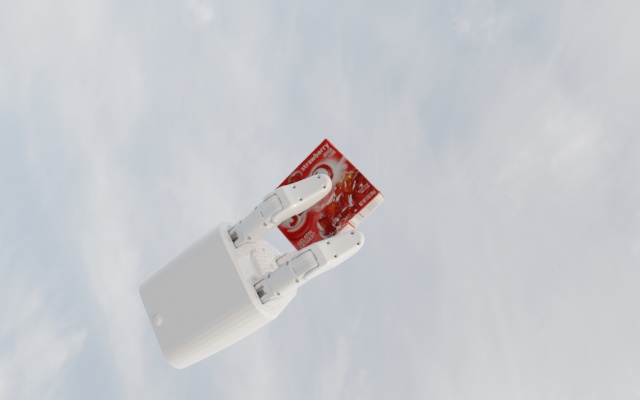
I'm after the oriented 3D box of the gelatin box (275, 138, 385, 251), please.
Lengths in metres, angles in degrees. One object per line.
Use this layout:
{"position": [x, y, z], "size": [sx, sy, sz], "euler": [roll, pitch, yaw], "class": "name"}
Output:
{"position": [0.000, 0.001, 0.430], "size": [0.073, 0.089, 0.030], "euler": [47, 3, 21], "class": "gelatin box"}
